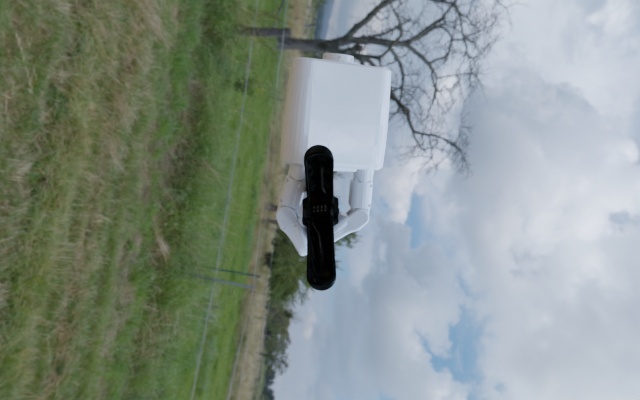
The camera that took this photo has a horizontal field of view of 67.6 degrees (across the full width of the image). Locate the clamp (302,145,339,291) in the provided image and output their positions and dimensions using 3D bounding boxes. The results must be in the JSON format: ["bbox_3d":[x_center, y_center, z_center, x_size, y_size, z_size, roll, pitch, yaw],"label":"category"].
[{"bbox_3d":[0.001,0.002,0.461,0.039,0.120,0.171,4,12,-3],"label":"clamp"}]
